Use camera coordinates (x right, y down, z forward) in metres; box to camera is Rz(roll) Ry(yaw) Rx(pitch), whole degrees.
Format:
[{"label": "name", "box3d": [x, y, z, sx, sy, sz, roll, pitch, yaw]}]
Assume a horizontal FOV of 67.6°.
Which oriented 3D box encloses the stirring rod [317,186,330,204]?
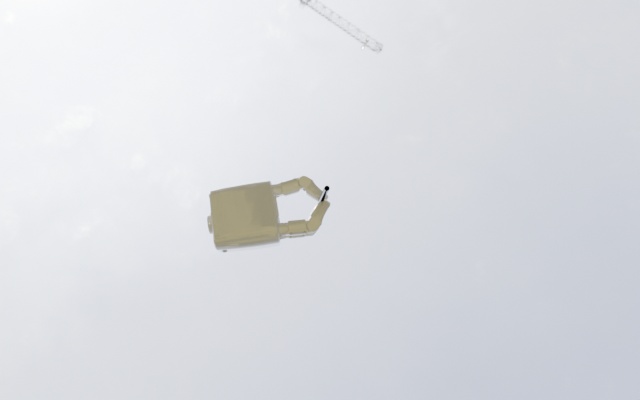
[{"label": "stirring rod", "box3d": [0.000, 0.003, 0.817, 0.011, 0.011, 0.239, 0, -10, -5]}]
